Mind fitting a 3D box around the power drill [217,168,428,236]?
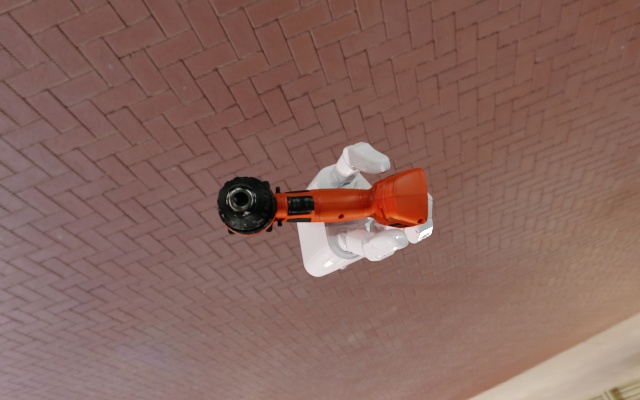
[{"bbox_3d":[0.001,0.002,0.450,0.187,0.057,0.184,-2,-2,-6],"label":"power drill"}]
